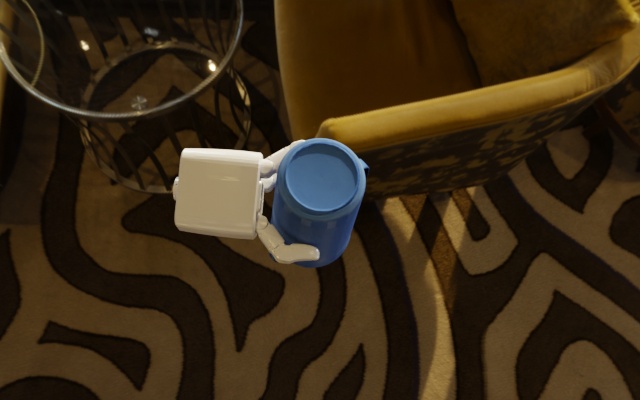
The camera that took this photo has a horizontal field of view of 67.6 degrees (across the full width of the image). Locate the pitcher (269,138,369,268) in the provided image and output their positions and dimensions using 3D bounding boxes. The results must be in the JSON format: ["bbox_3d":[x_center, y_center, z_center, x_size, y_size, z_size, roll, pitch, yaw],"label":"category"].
[{"bbox_3d":[0.000,0.002,0.679,0.145,0.149,0.243,5,-18,-3],"label":"pitcher"}]
